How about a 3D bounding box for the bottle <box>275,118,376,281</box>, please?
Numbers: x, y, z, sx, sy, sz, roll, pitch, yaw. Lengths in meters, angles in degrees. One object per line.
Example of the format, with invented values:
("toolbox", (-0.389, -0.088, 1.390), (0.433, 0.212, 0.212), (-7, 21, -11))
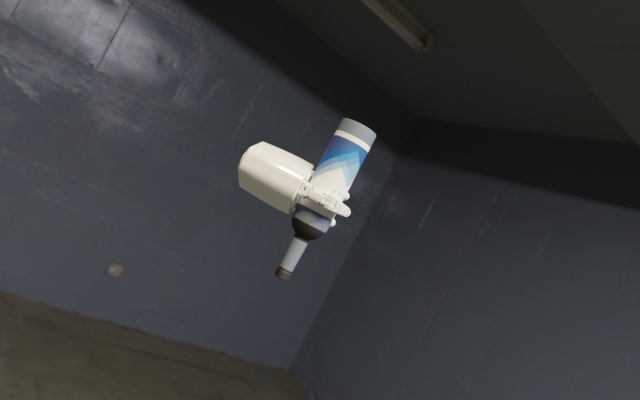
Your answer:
("bottle", (0.000, 0.003, 0.830), (0.069, 0.295, 0.069), (28, -2, 1))
